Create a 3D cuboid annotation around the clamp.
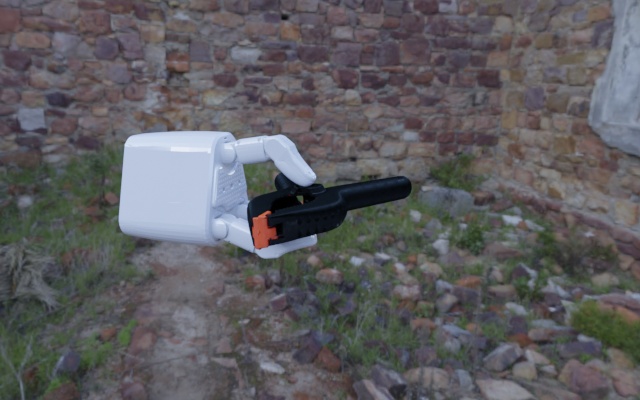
[{"bbox_3d":[0.000,0.001,0.473,0.164,0.036,0.210,1,14,16],"label":"clamp"}]
